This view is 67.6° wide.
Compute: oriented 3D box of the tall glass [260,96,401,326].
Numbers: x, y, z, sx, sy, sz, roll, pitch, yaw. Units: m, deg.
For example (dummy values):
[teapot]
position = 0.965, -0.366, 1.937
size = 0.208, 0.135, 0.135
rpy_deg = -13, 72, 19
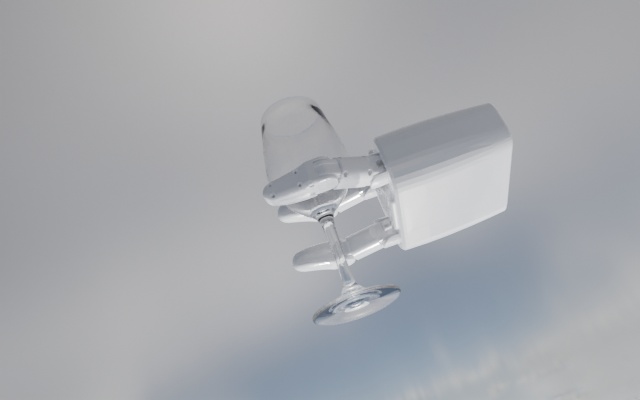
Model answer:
[tall glass]
position = 0.000, 0.002, 0.424
size = 0.079, 0.201, 0.079
rpy_deg = -15, -28, -8
